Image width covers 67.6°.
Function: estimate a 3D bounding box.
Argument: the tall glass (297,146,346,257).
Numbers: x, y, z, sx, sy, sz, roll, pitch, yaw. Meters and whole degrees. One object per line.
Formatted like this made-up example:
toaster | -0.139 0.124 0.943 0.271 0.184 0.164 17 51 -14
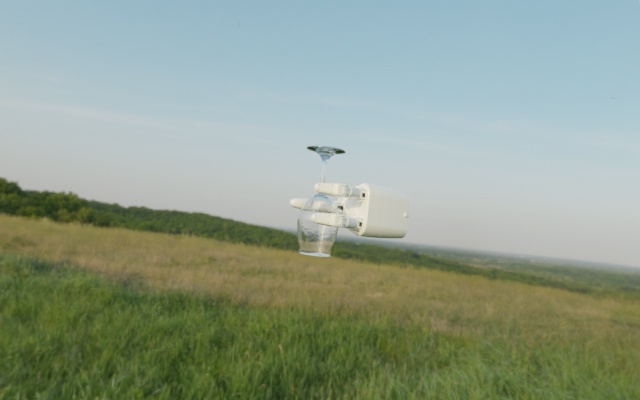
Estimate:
tall glass | 0.000 0.002 0.896 0.079 0.201 0.079 7 -4 0
